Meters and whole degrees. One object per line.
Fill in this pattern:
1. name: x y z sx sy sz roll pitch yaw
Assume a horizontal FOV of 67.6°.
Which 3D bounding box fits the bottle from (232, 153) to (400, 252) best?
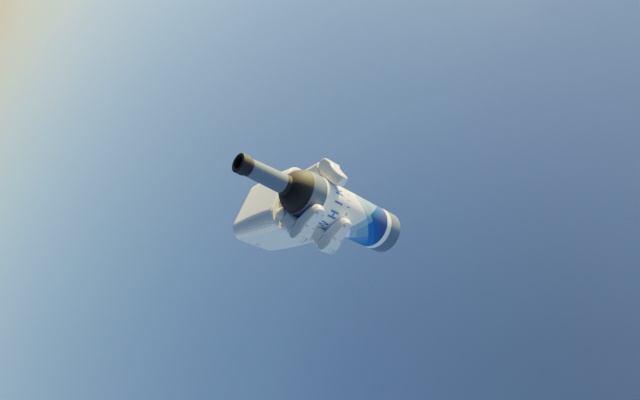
1. bottle: 0.000 0.002 0.694 0.296 0.069 0.069 26 -17 -38
